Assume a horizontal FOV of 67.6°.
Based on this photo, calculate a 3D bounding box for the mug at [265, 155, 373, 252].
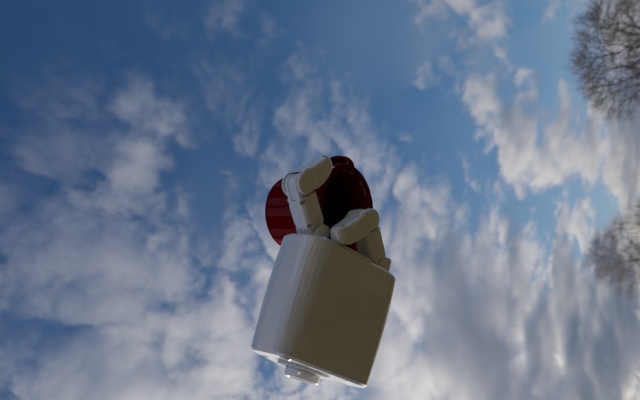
[{"bbox_3d":[0.000,0.000,0.505,0.081,0.117,0.093,-4,-33,38],"label":"mug"}]
